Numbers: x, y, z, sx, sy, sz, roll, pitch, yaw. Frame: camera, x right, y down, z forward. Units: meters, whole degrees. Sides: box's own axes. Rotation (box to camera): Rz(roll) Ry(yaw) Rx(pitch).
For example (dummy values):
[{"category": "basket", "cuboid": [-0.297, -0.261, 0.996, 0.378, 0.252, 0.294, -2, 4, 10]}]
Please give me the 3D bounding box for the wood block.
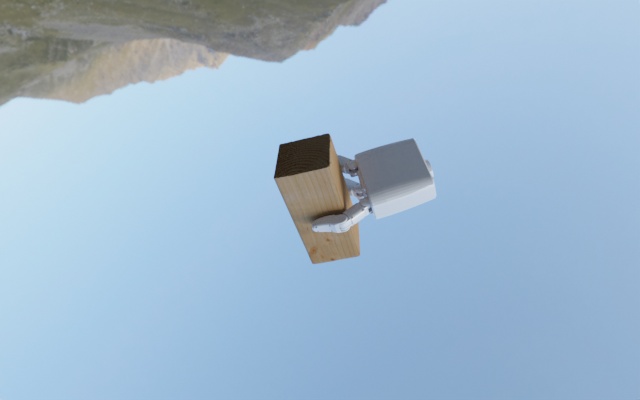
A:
[{"category": "wood block", "cuboid": [0.001, 0.003, 0.806, 0.090, 0.206, 0.090, -11, 41, 12]}]
